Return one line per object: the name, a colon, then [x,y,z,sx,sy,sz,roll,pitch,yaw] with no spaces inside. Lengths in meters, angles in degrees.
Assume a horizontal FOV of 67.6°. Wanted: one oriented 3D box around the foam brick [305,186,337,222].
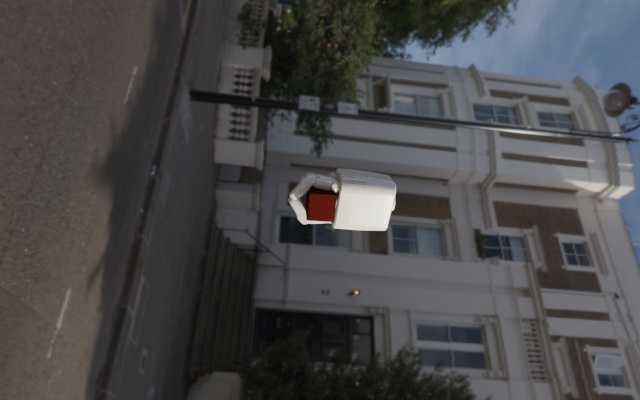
foam brick: [0.000,0.003,0.893,0.051,0.053,0.078,5,16,-5]
